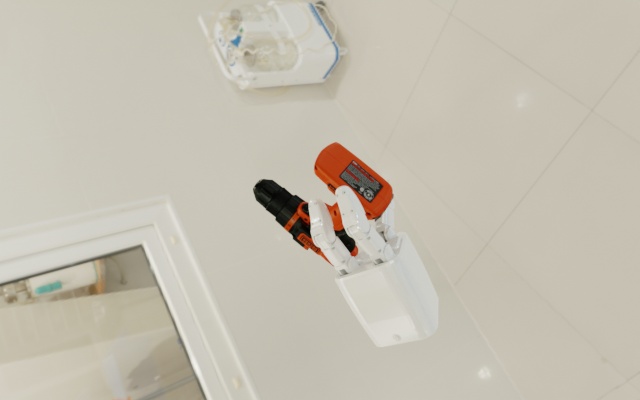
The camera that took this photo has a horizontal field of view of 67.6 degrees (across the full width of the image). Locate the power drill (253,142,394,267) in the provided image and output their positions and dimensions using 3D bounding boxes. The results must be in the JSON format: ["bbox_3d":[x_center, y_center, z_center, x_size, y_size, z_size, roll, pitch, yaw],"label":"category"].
[{"bbox_3d":[0.000,0.002,0.649,0.184,0.057,0.188,38,-33,0],"label":"power drill"}]
